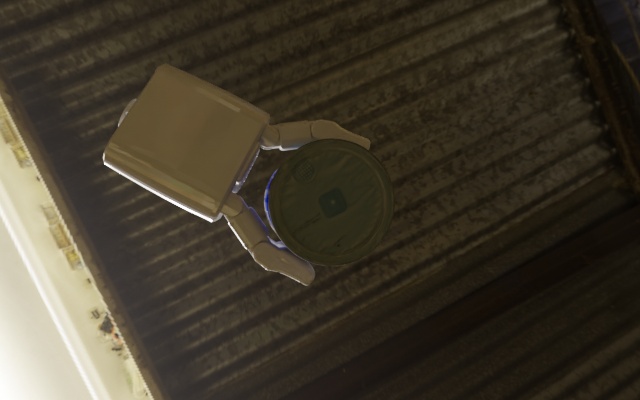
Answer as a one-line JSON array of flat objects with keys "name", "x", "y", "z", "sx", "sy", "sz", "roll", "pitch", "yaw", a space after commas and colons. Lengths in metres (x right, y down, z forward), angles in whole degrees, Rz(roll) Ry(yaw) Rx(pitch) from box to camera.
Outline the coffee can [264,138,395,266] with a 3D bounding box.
[{"name": "coffee can", "x": 0.000, "y": 0.001, "z": 0.449, "sx": 0.103, "sy": 0.103, "sz": 0.140, "roll": 0, "pitch": 0, "yaw": -8}]
